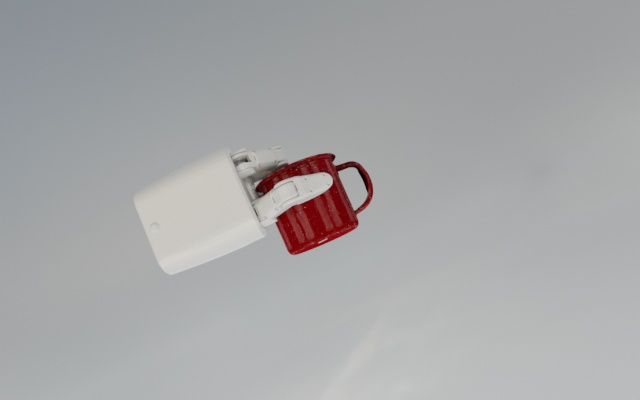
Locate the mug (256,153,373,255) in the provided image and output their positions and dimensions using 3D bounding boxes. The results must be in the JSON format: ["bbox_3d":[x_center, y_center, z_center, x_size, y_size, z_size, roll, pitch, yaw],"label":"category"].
[{"bbox_3d":[0.001,0.001,0.507,0.117,0.081,0.093,-24,-8,1],"label":"mug"}]
